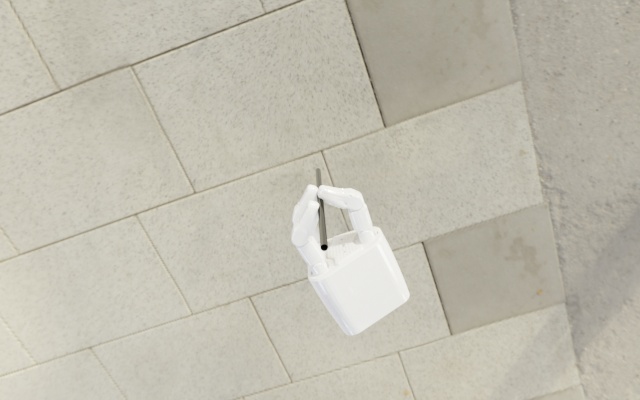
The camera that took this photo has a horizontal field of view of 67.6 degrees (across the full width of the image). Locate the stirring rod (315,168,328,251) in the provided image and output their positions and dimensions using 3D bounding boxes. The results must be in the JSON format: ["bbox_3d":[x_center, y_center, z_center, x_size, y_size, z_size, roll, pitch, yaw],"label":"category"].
[{"bbox_3d":[0.000,0.002,0.601,0.011,0.011,0.239,0,23,-2],"label":"stirring rod"}]
